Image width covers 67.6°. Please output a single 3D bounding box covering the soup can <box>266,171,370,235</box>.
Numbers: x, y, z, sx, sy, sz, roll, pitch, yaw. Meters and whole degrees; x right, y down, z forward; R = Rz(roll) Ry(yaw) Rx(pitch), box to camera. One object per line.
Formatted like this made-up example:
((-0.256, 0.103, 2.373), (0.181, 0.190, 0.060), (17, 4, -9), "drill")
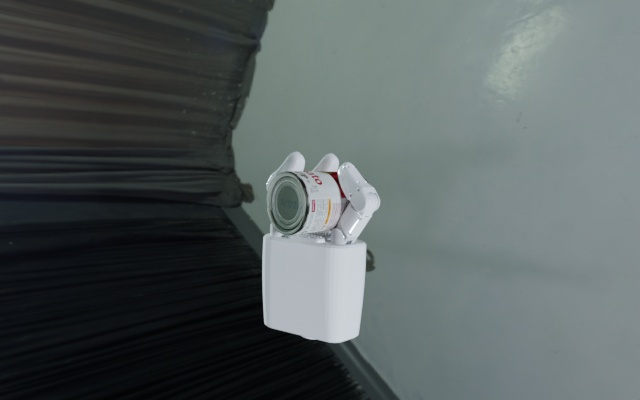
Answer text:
((0.000, 0.001, 0.523), (0.102, 0.068, 0.068), (-2, 2, -44), "soup can")
